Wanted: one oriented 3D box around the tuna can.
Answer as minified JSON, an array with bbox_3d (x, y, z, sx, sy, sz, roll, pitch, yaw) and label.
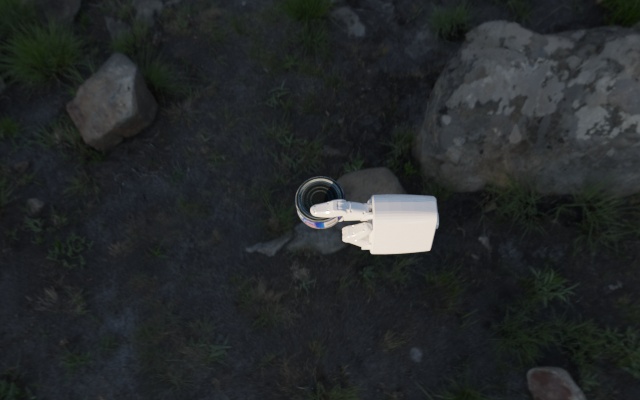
[{"bbox_3d":[0.000,0.002,0.815,0.086,0.086,0.034,0,-21,5],"label":"tuna can"}]
